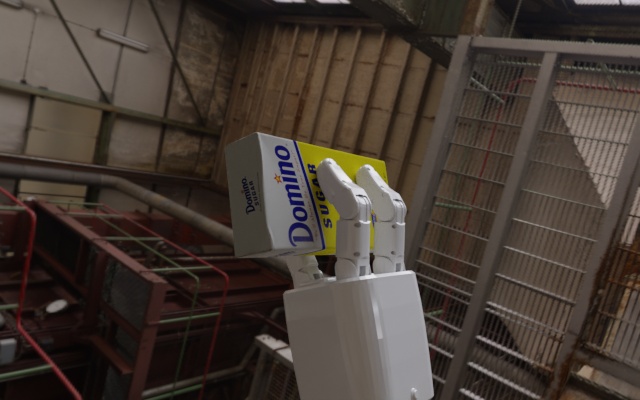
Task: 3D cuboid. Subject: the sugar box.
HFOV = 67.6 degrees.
[{"bbox_3d":[0.001,0.001,0.425,0.048,0.093,0.176,-16,-13,36],"label":"sugar box"}]
